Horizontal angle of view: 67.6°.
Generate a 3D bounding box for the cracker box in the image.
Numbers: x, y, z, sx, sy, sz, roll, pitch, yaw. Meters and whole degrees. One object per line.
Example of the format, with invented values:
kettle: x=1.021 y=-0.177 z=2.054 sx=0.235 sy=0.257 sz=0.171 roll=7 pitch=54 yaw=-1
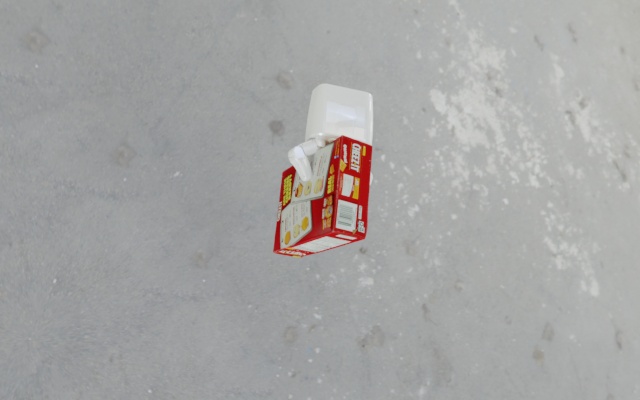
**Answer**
cracker box: x=0.000 y=0.003 z=0.832 sx=0.072 sy=0.164 sz=0.214 roll=15 pitch=-21 yaw=-27
